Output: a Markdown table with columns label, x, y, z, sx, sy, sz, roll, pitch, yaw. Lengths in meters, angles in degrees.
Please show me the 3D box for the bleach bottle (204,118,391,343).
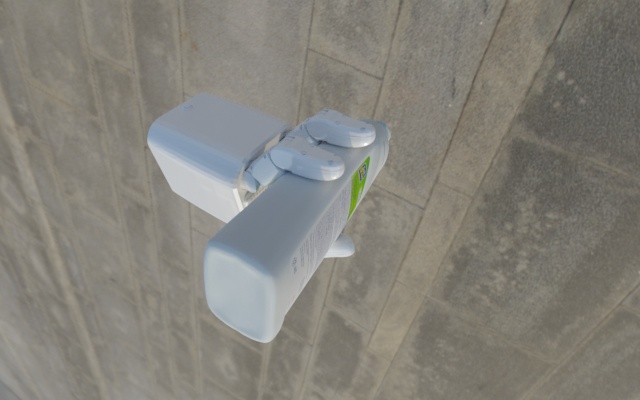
| label | x | y | z | sx | sy | sz | roll | pitch | yaw |
| --- | --- | --- | --- | --- | --- | --- | --- | --- | --- |
| bleach bottle | 0.000 | 0.001 | 0.434 | 0.068 | 0.103 | 0.250 | 26 | 45 | 17 |
